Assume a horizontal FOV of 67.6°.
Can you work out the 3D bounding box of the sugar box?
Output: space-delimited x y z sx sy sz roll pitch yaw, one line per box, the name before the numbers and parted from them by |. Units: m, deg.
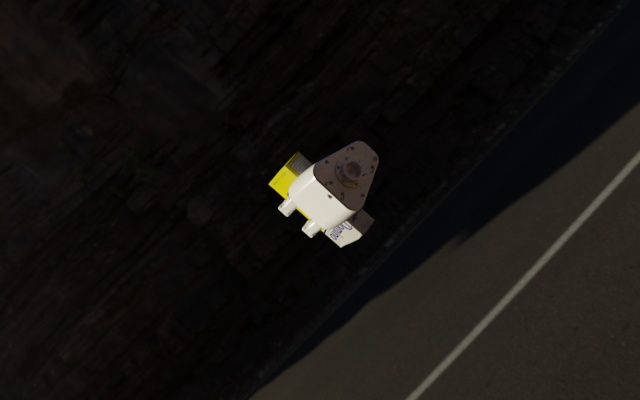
sugar box | 0.000 0.003 0.829 0.048 0.176 0.093 -49 5 -29
